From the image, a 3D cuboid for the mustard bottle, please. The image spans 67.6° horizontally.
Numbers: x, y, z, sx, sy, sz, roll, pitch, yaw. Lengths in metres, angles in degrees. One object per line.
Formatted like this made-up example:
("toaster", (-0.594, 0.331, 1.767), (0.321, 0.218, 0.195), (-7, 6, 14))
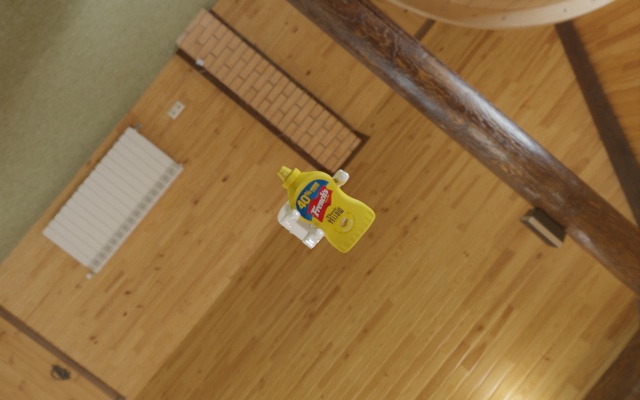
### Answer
("mustard bottle", (0.000, 0.003, 0.879), (0.191, 0.096, 0.058), (39, 6, -5))
